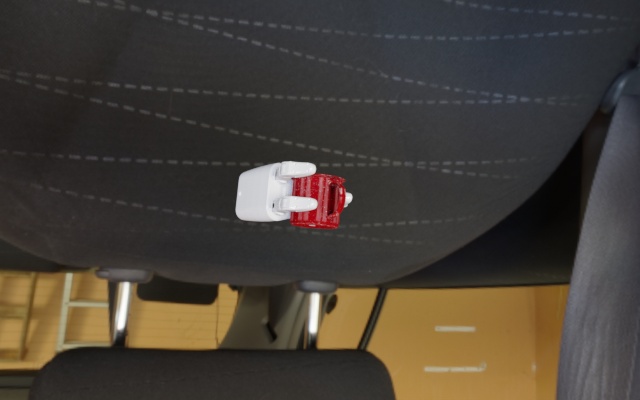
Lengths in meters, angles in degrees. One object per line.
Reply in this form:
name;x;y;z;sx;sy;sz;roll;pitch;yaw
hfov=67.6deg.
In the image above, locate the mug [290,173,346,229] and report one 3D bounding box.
mug;0.001;0.003;0.783;0.093;0.081;0.117;10;-10;-40
